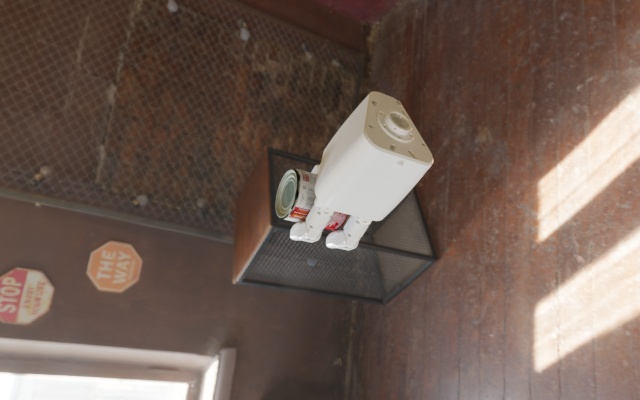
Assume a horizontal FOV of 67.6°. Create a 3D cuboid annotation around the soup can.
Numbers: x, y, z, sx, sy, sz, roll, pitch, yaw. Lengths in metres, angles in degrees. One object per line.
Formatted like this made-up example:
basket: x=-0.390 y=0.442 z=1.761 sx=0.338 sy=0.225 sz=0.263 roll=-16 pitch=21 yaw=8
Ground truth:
soup can: x=0.000 y=0.002 z=0.632 sx=0.102 sy=0.068 sz=0.068 roll=14 pitch=-6 yaw=-26
